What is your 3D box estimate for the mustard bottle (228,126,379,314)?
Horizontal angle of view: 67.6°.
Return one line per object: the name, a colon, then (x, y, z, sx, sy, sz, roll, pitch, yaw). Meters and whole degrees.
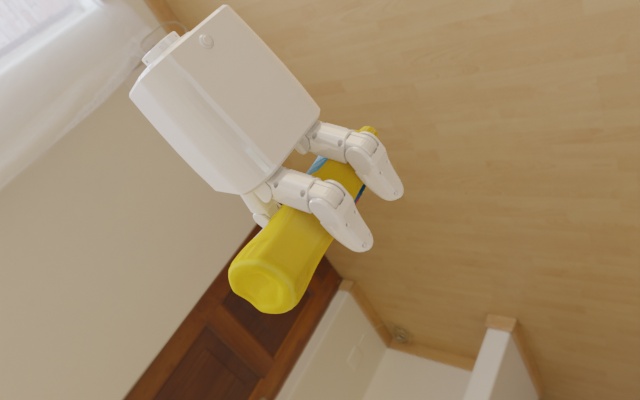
mustard bottle: (0.000, 0.002, 0.407, 0.058, 0.191, 0.096, 36, -31, -1)
